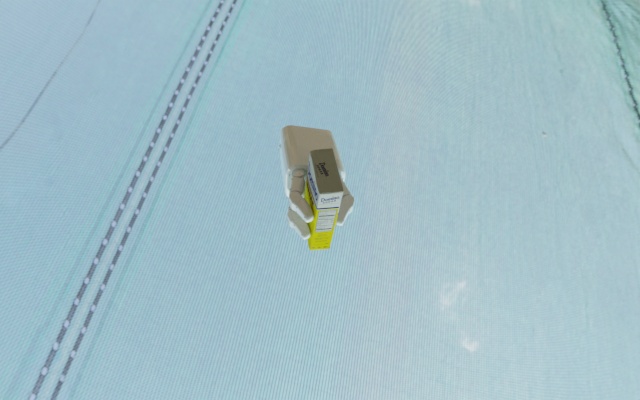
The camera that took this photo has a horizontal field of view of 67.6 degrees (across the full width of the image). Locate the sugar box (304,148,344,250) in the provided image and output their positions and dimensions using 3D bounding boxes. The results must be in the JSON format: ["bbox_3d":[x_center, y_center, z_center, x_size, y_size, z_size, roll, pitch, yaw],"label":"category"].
[{"bbox_3d":[0.000,0.003,0.823,0.048,0.093,0.176,-6,-35,-9],"label":"sugar box"}]
